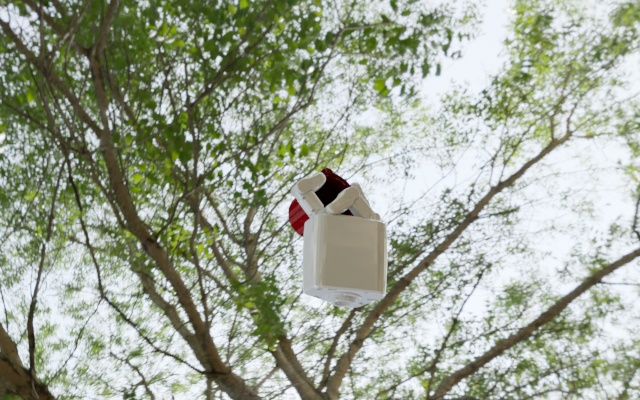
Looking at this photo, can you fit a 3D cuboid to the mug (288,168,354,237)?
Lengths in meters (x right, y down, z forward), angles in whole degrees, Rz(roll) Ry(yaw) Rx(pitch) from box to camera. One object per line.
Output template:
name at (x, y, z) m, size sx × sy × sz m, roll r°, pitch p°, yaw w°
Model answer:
mug at (0.000, 0.001, 0.768) m, size 0.093 × 0.117 × 0.081 m, roll 16°, pitch -31°, yaw -23°
